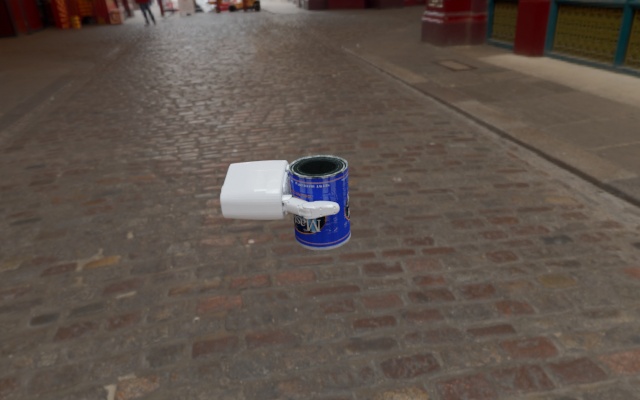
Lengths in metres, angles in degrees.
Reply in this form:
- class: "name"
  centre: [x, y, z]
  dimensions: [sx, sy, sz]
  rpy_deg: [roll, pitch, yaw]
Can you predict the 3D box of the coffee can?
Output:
- class: "coffee can"
  centre: [0.000, 0.003, 0.844]
  dimensions: [0.103, 0.140, 0.102]
  rpy_deg: [-3, 26, 1]
